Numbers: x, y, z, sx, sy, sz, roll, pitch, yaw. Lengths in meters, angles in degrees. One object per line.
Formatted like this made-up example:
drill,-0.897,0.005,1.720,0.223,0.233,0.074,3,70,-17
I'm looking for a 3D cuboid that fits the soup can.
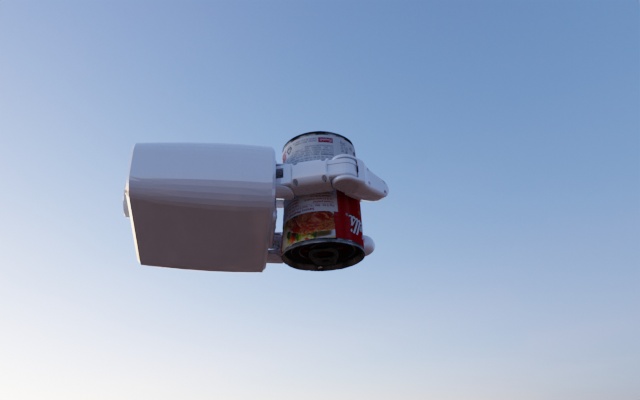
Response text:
soup can,0.001,0.001,0.406,0.068,0.102,0.068,-2,-27,-1
